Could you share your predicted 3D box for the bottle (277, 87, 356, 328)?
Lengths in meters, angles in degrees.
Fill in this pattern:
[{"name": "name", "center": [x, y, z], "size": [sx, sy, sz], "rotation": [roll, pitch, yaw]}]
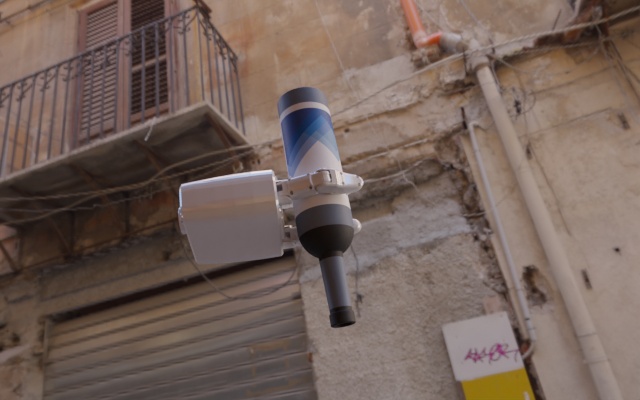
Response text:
[{"name": "bottle", "center": [0.000, 0.002, 0.572], "size": [0.069, 0.295, 0.069], "rotation": [-9, -25, -4]}]
